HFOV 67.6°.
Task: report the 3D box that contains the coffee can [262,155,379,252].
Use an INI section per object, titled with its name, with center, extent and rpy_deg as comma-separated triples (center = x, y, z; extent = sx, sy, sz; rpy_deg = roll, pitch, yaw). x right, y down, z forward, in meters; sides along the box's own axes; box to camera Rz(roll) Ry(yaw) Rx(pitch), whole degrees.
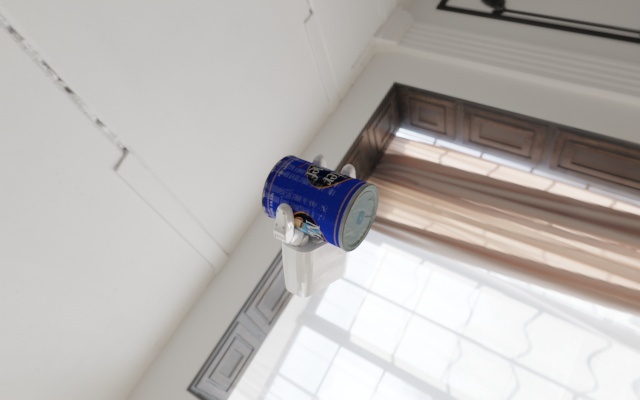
[coffee can]
center = 0.000, 0.002, 0.702
extent = 0.140, 0.103, 0.103
rpy_deg = 22, 10, 26
